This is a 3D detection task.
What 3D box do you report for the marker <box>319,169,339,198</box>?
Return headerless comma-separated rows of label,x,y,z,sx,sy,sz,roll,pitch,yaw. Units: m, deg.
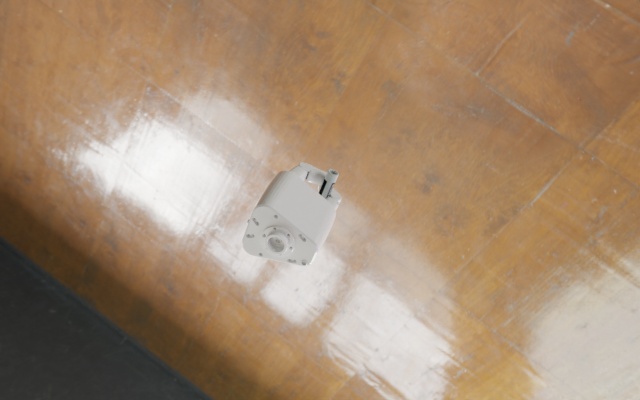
marker,0.000,0.003,0.786,0.020,0.121,0.020,17,32,-11
